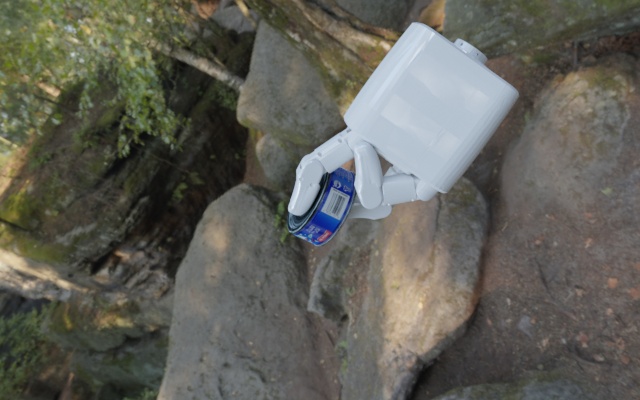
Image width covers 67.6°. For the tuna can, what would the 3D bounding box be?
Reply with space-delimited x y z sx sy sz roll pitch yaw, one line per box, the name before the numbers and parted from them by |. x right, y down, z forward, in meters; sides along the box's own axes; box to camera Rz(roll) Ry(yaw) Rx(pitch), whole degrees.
tuna can | 0.000 0.001 0.490 0.034 0.086 0.086 26 -9 -19
